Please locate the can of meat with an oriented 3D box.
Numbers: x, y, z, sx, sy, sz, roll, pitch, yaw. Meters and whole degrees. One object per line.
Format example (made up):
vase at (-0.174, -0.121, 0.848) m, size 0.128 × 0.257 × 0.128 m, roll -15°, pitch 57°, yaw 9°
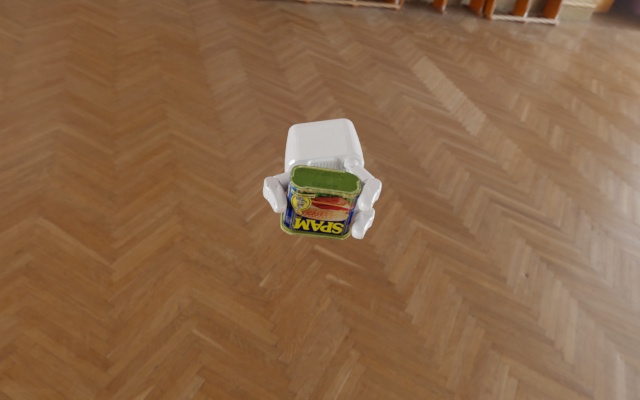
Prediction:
can of meat at (0.000, 0.002, 0.664) m, size 0.102 × 0.084 × 0.057 m, roll 7°, pitch 39°, yaw -8°
